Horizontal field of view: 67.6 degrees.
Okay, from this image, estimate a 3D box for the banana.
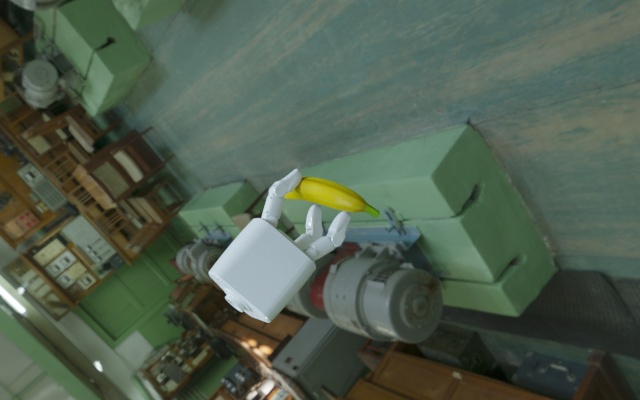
[{"bbox_3d":[-0.005,-0.008,0.740,0.198,0.037,0.070,16,-28,41],"label":"banana"}]
